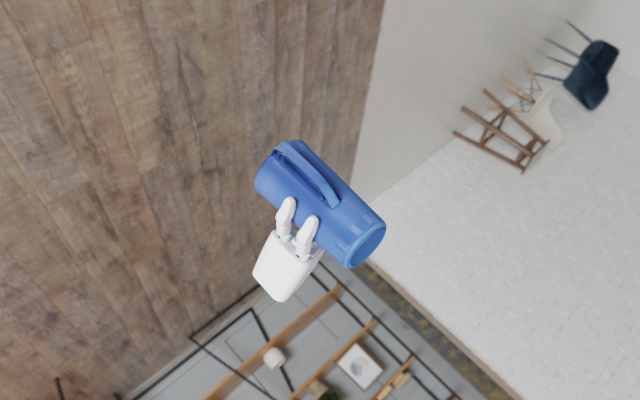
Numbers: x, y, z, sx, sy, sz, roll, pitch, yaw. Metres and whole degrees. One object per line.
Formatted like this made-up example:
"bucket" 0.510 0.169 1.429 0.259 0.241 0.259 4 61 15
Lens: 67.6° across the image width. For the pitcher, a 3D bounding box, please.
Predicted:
"pitcher" 0.000 0.003 0.870 0.242 0.145 0.149 42 27 23
